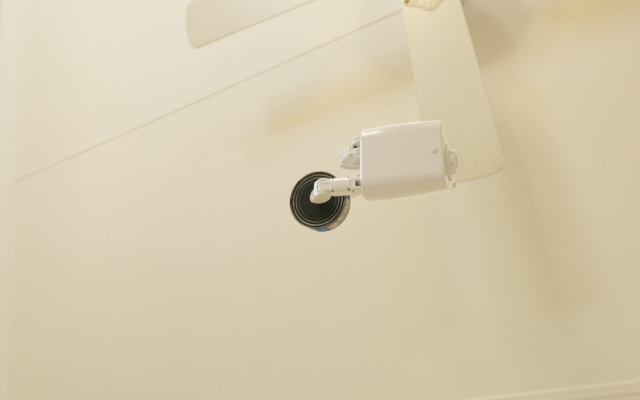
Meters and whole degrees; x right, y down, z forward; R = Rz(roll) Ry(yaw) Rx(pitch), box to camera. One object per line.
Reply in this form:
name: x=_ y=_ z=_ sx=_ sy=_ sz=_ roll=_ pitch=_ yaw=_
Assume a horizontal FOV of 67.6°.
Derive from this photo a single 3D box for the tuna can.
tuna can: x=0.000 y=0.002 z=0.701 sx=0.086 sy=0.086 sz=0.034 roll=0 pitch=-14 yaw=21
